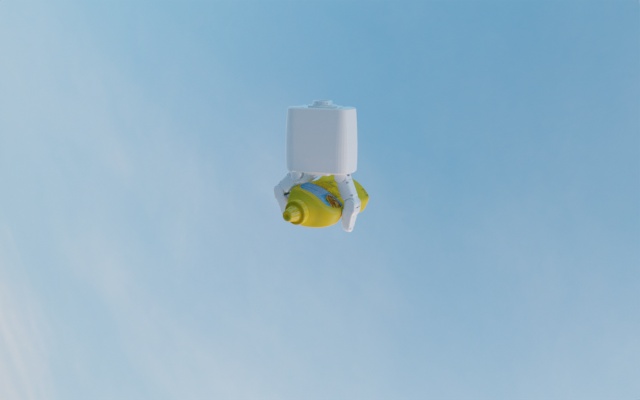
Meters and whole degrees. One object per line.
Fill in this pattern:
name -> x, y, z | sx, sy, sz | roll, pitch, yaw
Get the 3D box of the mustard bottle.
mustard bottle -> 0.000, 0.003, 0.824 | 0.096, 0.058, 0.191 | 35, 30, 22
